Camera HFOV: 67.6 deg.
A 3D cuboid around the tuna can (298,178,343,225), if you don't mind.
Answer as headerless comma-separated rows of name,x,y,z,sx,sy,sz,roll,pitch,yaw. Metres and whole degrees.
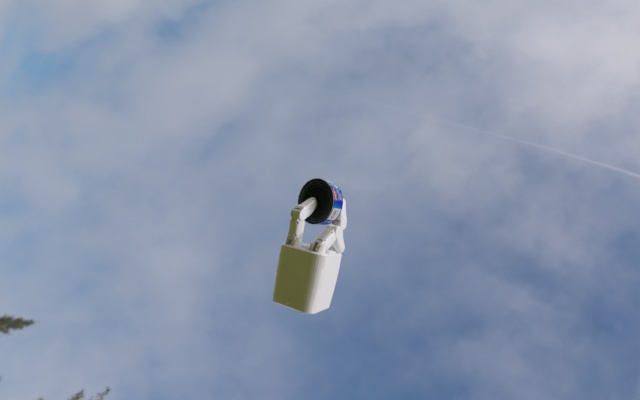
tuna can,0.001,0.003,0.893,0.086,0.086,0.034,0,-5,39
